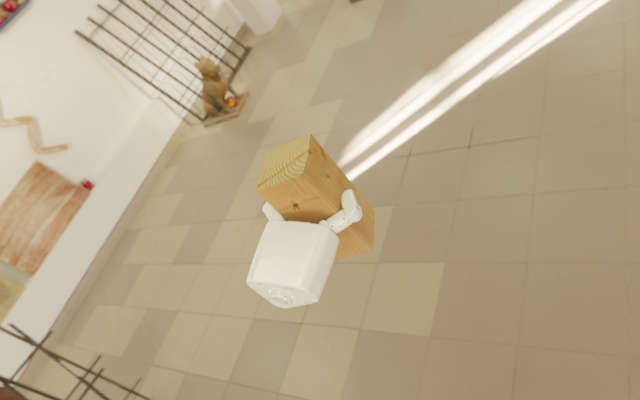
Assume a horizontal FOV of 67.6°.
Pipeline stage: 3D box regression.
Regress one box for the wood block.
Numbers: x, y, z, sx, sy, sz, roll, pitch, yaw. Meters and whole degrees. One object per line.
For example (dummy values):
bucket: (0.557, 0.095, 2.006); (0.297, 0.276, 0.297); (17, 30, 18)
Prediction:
wood block: (0.000, 0.003, 0.779); (0.091, 0.090, 0.206); (-18, -46, 29)
